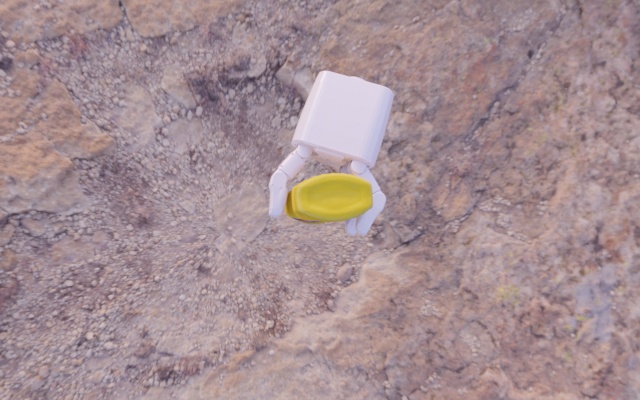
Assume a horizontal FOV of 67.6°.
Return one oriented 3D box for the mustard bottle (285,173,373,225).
[{"bbox_3d":[0.000,0.002,0.651,0.096,0.058,0.191,-5,-3,-11],"label":"mustard bottle"}]
